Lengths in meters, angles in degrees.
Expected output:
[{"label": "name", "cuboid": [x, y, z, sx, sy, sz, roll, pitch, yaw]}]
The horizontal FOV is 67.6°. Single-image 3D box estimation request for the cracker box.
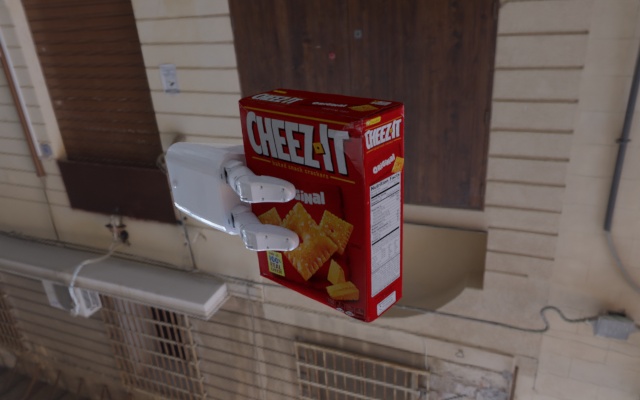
[{"label": "cracker box", "cuboid": [0.000, 0.002, 0.499, 0.164, 0.214, 0.072, 16, 31, 38]}]
